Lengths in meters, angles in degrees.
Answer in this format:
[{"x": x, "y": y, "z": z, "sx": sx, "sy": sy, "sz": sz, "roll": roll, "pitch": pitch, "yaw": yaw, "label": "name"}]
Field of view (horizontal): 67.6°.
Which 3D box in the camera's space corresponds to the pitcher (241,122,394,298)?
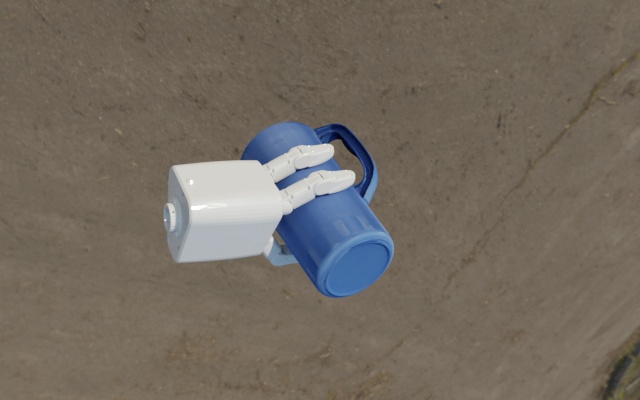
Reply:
[{"x": 0.000, "y": 0.002, "z": 0.640, "sx": 0.145, "sy": 0.149, "sz": 0.242, "roll": -3, "pitch": 38, "yaw": -32, "label": "pitcher"}]
